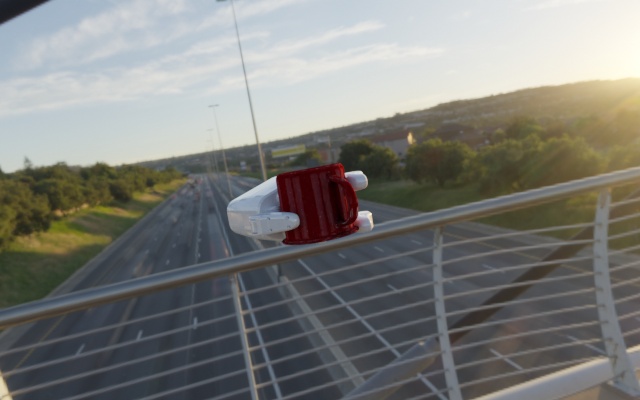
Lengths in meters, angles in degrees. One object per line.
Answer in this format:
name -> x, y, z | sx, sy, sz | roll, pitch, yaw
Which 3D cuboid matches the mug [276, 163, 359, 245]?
mug -> 0.001, 0.002, 0.552 | 0.093, 0.081, 0.117 | -13, 6, -34
